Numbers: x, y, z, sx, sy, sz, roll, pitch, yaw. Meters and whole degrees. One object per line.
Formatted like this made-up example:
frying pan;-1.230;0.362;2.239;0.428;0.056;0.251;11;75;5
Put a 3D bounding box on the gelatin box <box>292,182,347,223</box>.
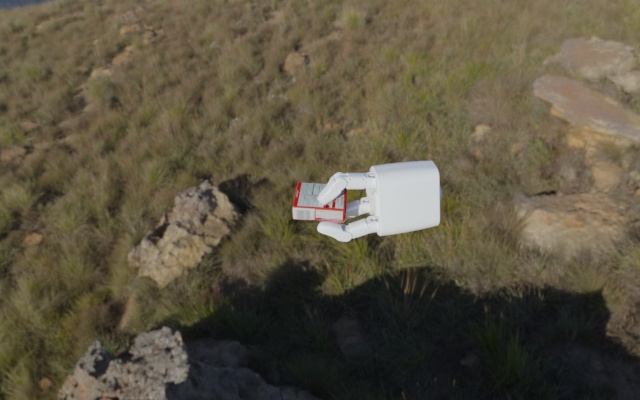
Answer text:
gelatin box;0.000;0.002;0.812;0.089;0.030;0.073;4;37;3
